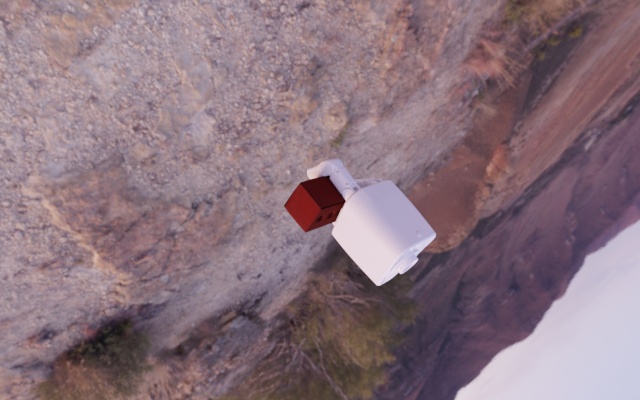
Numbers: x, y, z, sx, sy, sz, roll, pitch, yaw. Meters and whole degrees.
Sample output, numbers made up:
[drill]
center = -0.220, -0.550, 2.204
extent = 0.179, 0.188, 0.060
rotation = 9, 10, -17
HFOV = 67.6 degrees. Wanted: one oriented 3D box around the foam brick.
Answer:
[foam brick]
center = 0.000, 0.002, 0.674
extent = 0.078, 0.051, 0.053
rotation = -18, -27, -45
